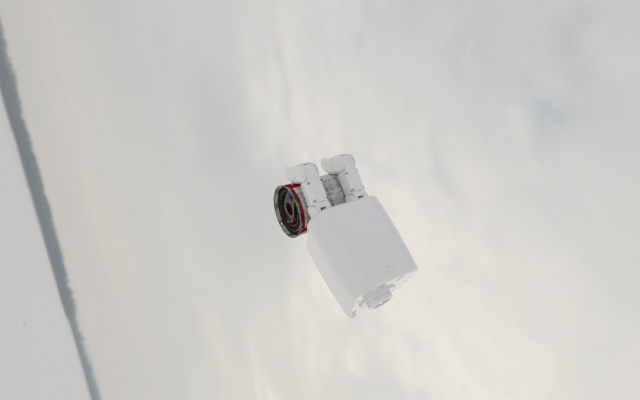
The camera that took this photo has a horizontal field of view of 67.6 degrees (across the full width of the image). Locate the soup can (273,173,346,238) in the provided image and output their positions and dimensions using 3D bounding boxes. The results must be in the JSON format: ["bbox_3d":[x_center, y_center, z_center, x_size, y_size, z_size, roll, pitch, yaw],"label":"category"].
[{"bbox_3d":[0.000,0.002,0.615,0.102,0.068,0.068,-16,8,-29],"label":"soup can"}]
